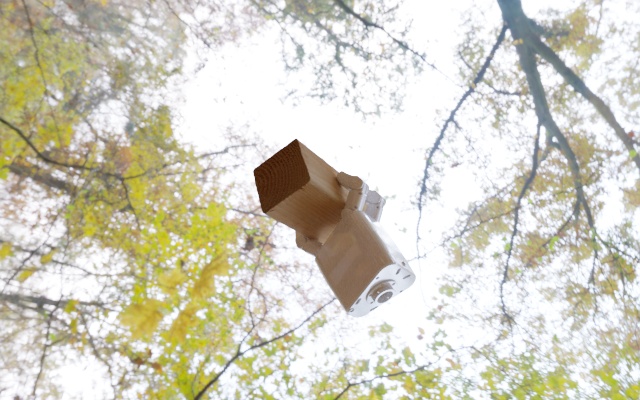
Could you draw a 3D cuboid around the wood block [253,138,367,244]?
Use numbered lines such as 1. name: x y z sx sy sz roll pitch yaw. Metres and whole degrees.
1. wood block: 0.000 0.003 0.756 0.091 0.090 0.206 -34 -40 19
